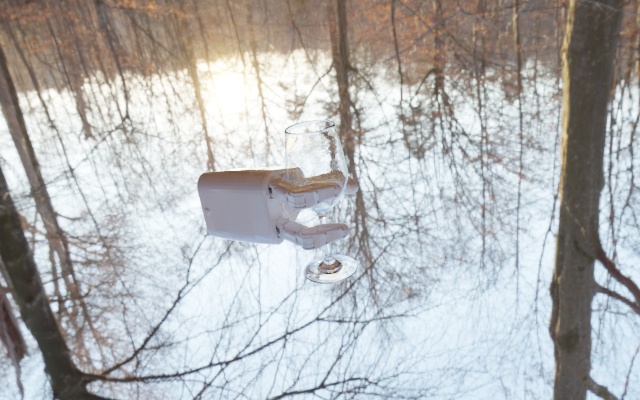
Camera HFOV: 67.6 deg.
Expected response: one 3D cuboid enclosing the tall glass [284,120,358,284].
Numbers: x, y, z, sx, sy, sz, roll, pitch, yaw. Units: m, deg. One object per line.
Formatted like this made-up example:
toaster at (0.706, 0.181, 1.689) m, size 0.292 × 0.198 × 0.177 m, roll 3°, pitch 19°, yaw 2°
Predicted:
tall glass at (0.000, 0.003, 0.612) m, size 0.079 × 0.201 × 0.079 m, roll -7°, pitch 22°, yaw 3°
